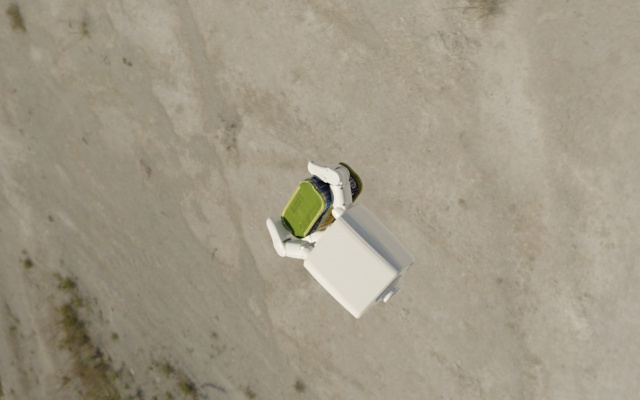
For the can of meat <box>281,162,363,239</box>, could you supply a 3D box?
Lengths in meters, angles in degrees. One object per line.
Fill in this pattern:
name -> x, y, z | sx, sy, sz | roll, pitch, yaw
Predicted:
can of meat -> 0.000, 0.002, 0.685 | 0.084, 0.057, 0.102 | -26, -22, -45
